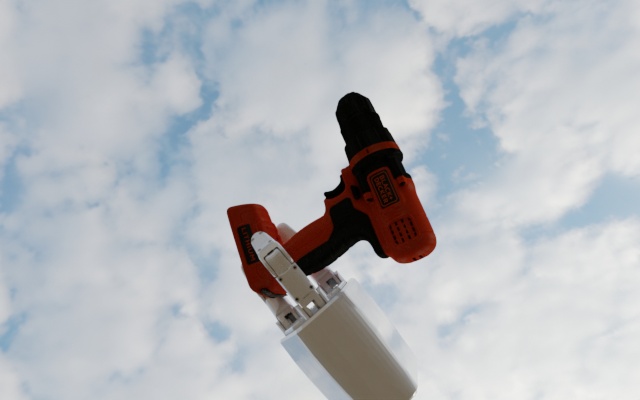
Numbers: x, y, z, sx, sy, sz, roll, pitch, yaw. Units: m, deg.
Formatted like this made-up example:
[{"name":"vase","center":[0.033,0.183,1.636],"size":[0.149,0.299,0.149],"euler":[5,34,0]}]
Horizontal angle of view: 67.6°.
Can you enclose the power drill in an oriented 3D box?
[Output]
[{"name":"power drill","center":[0.000,0.002,0.479],"size":[0.188,0.184,0.057],"euler":[-28,-24,16]}]
